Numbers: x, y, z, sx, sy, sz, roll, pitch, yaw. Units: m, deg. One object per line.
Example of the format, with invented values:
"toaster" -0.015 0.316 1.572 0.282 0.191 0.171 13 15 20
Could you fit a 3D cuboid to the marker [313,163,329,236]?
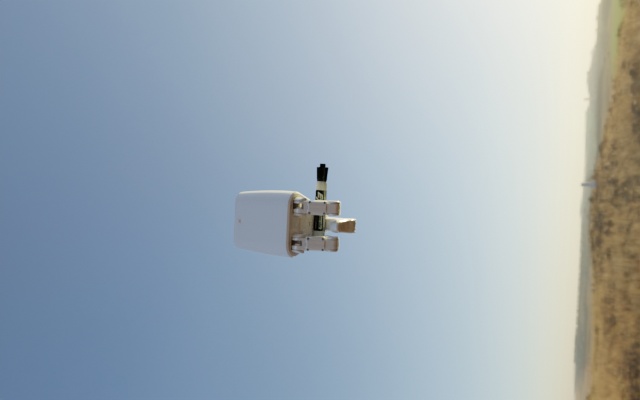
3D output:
"marker" 0.000 0.002 0.750 0.020 0.121 0.020 3 0 0
